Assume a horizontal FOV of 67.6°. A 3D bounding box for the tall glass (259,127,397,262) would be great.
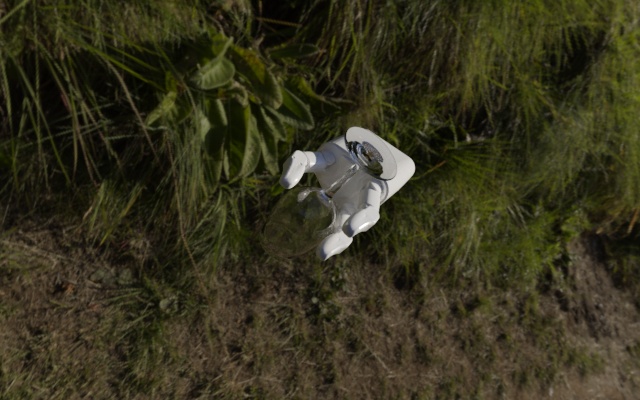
[{"bbox_3d":[0.000,0.002,0.587,0.079,0.079,0.201,0,-33,-43],"label":"tall glass"}]
